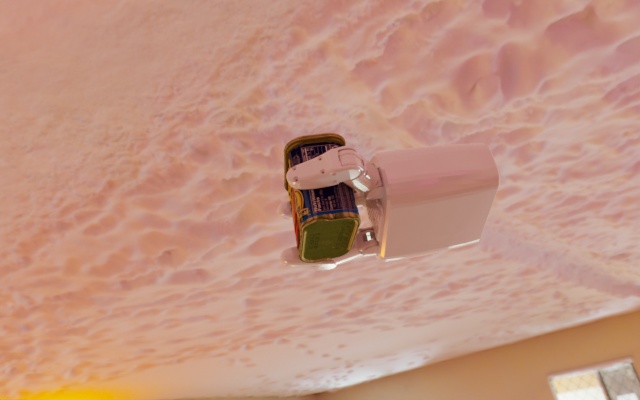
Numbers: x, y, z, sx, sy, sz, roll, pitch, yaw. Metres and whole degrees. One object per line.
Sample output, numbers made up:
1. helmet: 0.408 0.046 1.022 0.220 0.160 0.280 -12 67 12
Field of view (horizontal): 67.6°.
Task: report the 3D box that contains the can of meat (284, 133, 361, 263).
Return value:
1. can of meat: 0.000 0.002 0.446 0.057 0.084 0.102 -7 -27 -8
